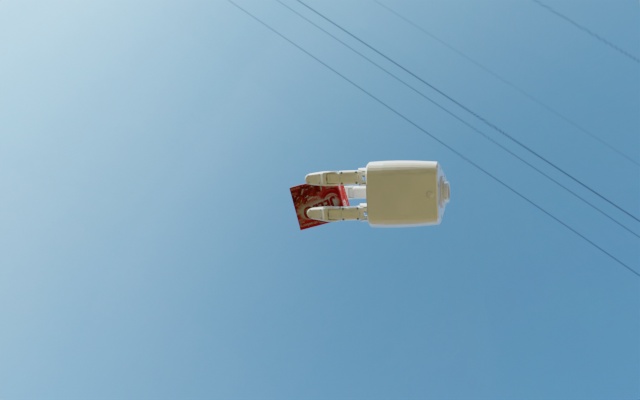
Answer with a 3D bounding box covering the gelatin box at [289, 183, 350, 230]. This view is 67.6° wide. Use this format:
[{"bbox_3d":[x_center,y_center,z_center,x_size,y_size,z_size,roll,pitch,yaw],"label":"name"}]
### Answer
[{"bbox_3d":[0.000,0.003,0.777,0.089,0.073,0.030,-15,-1,27],"label":"gelatin box"}]
